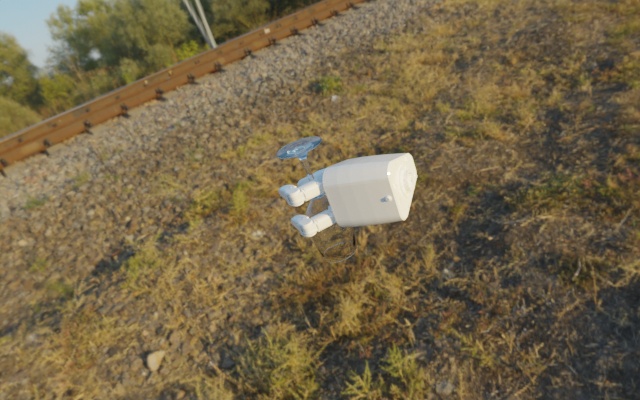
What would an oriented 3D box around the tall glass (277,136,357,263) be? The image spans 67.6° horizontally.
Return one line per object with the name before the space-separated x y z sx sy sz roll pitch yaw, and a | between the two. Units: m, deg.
tall glass | 0.000 0.002 0.773 0.079 0.201 0.079 -17 24 8
